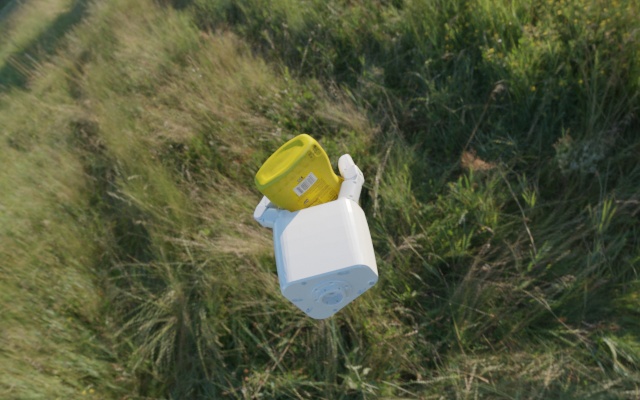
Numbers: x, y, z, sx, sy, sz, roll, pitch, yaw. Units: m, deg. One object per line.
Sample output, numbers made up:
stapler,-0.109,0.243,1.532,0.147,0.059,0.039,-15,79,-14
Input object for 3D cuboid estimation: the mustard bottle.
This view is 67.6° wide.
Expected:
mustard bottle,0.000,0.002,0.669,0.192,0.096,0.058,48,-3,-40
